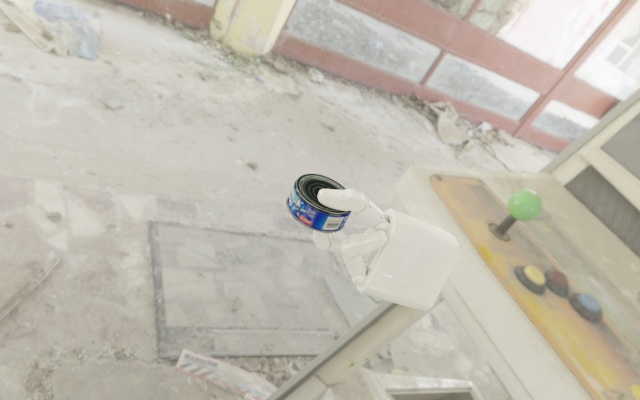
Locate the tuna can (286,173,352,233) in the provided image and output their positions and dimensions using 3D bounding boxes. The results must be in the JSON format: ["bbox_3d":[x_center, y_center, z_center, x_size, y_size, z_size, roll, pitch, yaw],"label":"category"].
[{"bbox_3d":[0.000,0.002,0.635,0.086,0.034,0.086,18,34,-13],"label":"tuna can"}]
